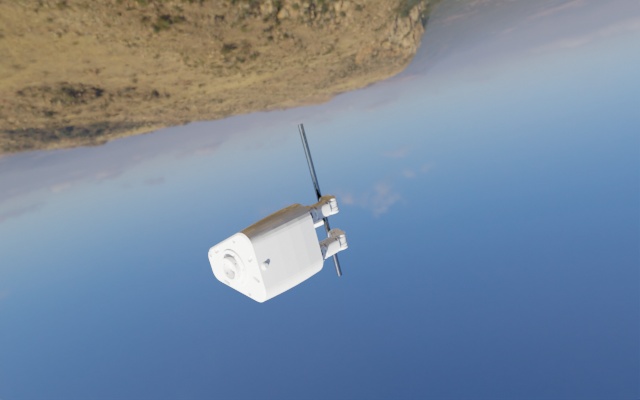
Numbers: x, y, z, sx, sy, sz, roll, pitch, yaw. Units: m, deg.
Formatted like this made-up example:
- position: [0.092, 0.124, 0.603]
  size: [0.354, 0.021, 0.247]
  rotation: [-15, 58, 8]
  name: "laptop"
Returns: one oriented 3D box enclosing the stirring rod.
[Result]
- position: [0.000, 0.002, 0.722]
  size: [0.011, 0.239, 0.011]
  rotation: [-14, 11, 3]
  name: "stirring rod"
